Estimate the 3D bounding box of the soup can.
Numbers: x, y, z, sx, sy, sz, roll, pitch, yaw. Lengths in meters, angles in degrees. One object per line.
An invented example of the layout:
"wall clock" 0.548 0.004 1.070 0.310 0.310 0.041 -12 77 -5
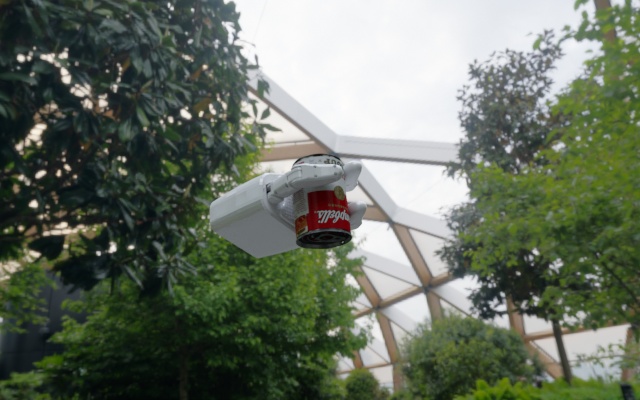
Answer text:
"soup can" 0.000 0.001 0.591 0.068 0.102 0.068 -5 -23 -2
